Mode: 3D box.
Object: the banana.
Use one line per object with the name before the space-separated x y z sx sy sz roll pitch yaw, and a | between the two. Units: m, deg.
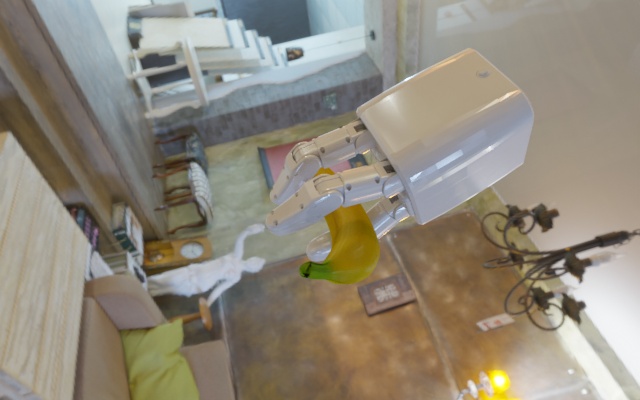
banana | 0.014 0.014 0.407 0.070 0.037 0.197 38 17 -21
